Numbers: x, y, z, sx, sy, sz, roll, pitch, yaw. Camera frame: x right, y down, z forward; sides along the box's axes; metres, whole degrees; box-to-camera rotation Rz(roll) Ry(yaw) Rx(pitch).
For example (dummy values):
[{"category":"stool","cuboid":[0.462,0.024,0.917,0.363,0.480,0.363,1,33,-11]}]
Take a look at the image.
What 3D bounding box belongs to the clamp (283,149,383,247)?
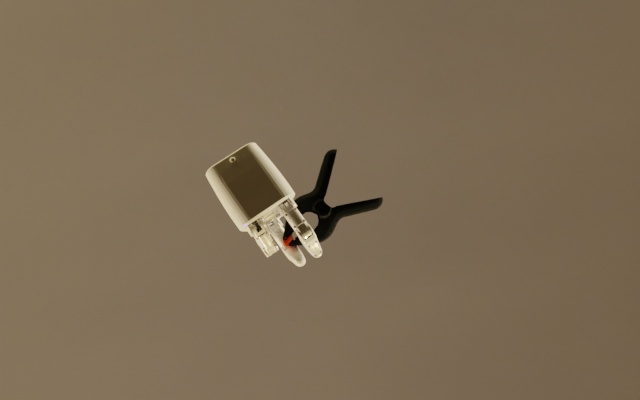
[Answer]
[{"category":"clamp","cuboid":[0.000,0.003,0.756,0.171,0.120,0.039,-34,-9,-11]}]
